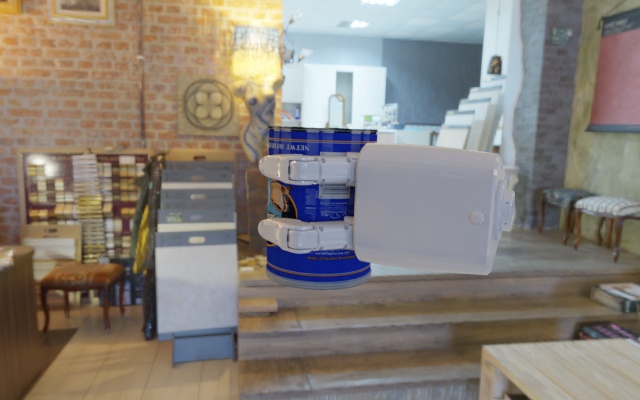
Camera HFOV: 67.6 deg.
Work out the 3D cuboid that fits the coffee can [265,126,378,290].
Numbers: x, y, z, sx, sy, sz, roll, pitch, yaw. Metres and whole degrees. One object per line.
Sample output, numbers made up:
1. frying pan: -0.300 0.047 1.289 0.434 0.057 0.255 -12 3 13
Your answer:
1. coffee can: 0.000 0.002 0.453 0.103 0.140 0.103 2 9 0
